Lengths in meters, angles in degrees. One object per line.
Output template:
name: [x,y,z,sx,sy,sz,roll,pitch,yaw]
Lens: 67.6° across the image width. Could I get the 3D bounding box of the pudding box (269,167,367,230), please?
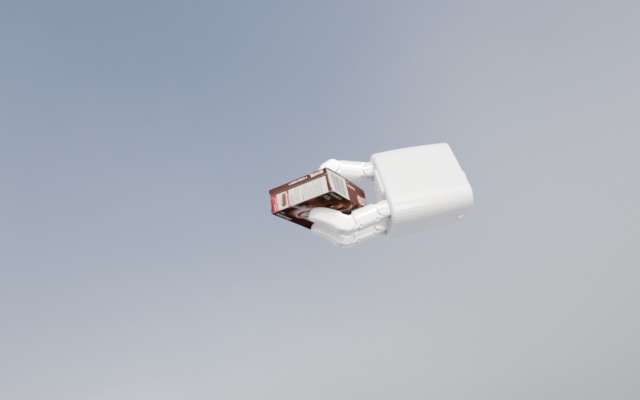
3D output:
pudding box: [0.000,0.002,0.630,0.090,0.039,0.113,-21,-26,23]
